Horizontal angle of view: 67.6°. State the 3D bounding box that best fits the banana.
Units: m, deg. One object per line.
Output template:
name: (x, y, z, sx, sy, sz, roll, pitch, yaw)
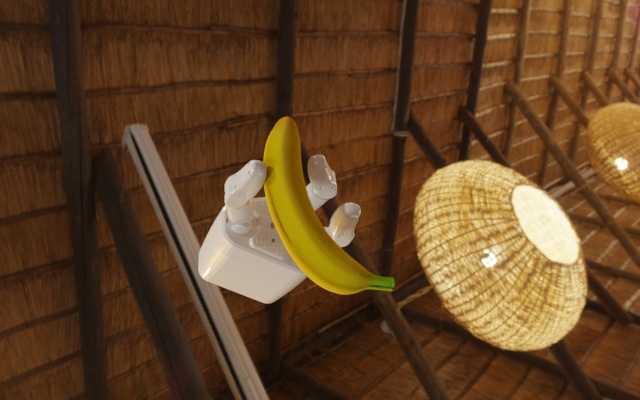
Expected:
banana: (-0.013, 0.009, 0.432, 0.069, 0.197, 0.037, -17, -22, -36)
